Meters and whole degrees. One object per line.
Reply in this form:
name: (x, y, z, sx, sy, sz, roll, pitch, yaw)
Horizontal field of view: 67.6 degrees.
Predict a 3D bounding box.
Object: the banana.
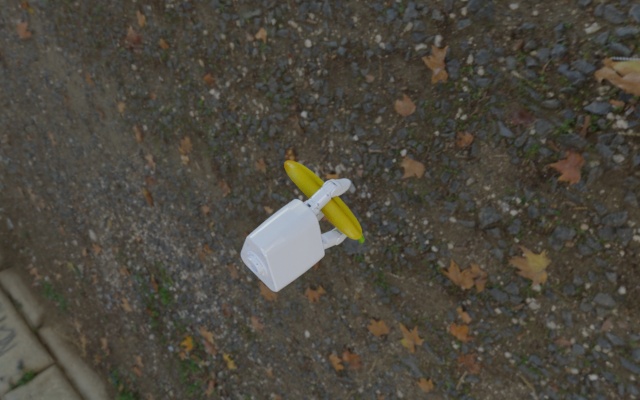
banana: (0.006, 0.001, 0.814, 0.037, 0.198, 0.070, -41, -3, -16)
